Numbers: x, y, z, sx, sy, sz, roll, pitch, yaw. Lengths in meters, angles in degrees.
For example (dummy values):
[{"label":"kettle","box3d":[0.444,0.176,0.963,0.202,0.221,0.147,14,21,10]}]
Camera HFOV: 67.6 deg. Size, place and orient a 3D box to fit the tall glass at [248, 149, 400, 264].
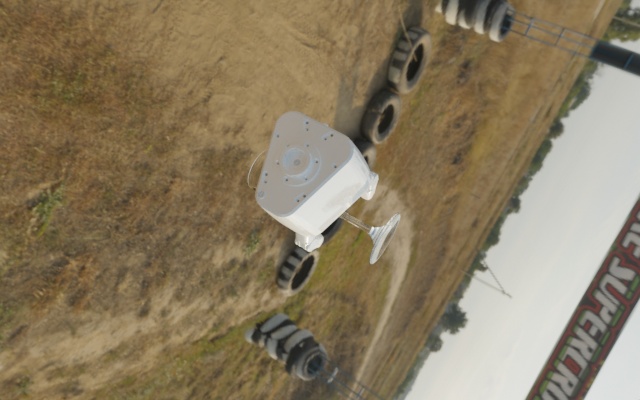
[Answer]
[{"label":"tall glass","box3d":[0.001,0.002,0.635,0.201,0.079,0.079,29,10,19]}]
